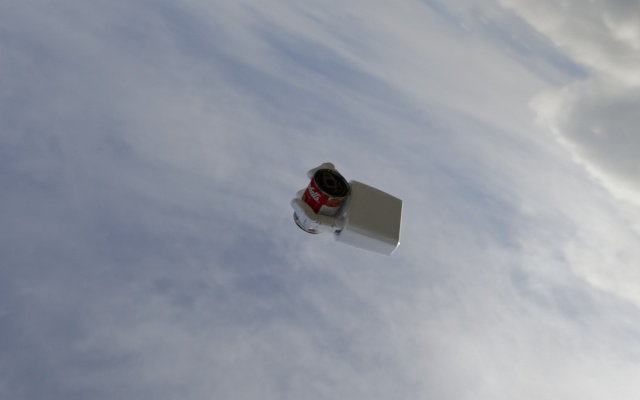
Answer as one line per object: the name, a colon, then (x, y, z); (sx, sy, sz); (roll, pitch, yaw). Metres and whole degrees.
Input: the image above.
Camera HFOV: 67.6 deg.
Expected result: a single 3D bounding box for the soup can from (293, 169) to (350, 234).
soup can: (0.000, 0.003, 0.845); (0.068, 0.068, 0.102); (0, -41, -31)
